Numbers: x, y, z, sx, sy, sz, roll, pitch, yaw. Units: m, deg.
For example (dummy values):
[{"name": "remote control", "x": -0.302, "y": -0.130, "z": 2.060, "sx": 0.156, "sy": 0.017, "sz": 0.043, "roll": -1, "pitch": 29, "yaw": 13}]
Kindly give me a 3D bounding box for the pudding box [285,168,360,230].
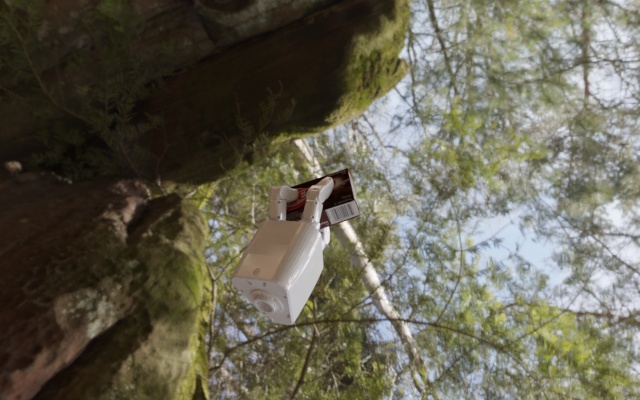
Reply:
[{"name": "pudding box", "x": 0.000, "y": 0.003, "z": 0.746, "sx": 0.113, "sy": 0.039, "sz": 0.090, "roll": -16, "pitch": 37, "yaw": 7}]
